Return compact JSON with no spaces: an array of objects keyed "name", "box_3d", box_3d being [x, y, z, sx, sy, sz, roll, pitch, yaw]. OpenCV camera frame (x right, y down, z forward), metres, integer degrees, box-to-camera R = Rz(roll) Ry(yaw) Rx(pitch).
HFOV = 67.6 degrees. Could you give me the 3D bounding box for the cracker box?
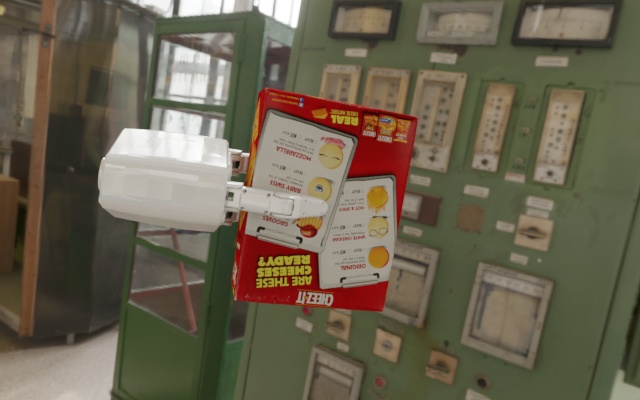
[{"name":"cracker box","box_3d":[0.000,0.002,0.514,0.164,0.214,0.072,8,7,-14]}]
